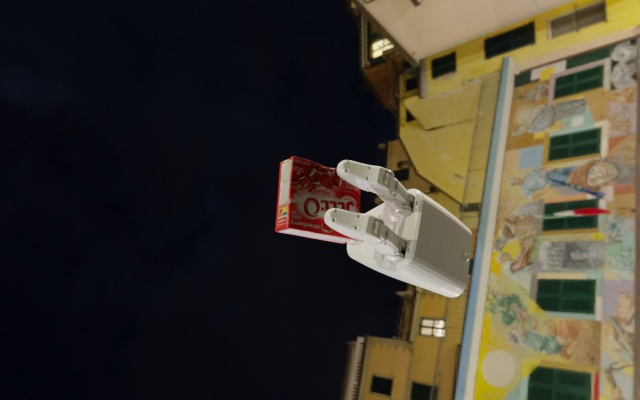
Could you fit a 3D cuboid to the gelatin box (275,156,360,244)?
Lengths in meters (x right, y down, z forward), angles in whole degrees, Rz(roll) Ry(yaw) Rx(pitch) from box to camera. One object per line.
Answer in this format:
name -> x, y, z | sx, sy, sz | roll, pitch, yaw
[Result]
gelatin box -> 0.000, 0.002, 0.490 | 0.089, 0.073, 0.030 | 13, -18, -32
